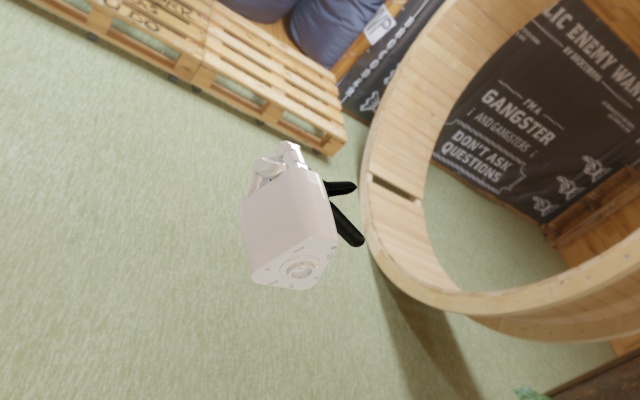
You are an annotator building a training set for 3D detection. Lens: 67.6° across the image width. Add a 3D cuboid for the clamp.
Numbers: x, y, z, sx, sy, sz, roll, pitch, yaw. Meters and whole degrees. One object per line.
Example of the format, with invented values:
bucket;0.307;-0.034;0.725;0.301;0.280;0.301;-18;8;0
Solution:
clamp;0.000;0.002;0.688;0.171;0.120;0.039;17;-50;-36
